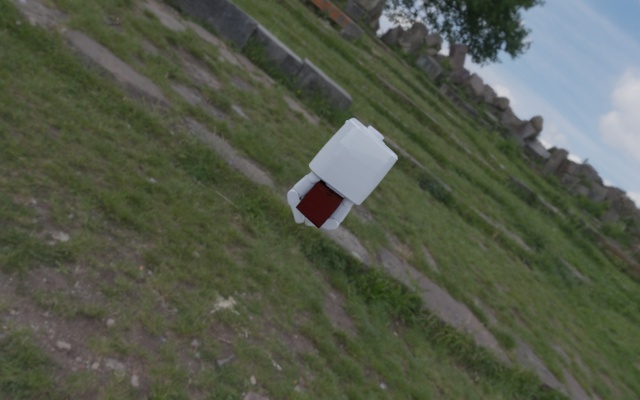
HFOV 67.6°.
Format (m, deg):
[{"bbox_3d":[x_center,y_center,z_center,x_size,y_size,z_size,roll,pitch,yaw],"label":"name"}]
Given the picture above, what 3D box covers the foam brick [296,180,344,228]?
[{"bbox_3d":[0.000,0.003,0.792,0.053,0.051,0.078,41,15,-1],"label":"foam brick"}]
